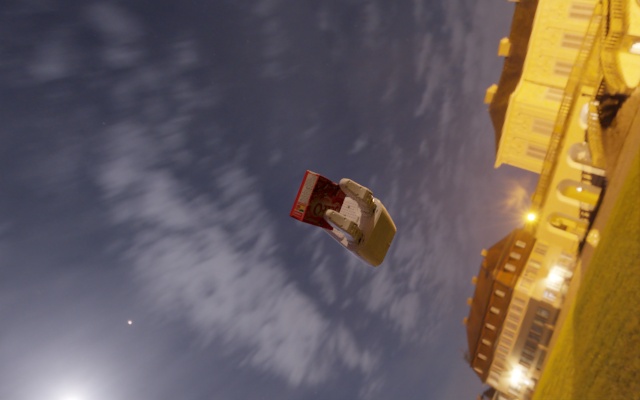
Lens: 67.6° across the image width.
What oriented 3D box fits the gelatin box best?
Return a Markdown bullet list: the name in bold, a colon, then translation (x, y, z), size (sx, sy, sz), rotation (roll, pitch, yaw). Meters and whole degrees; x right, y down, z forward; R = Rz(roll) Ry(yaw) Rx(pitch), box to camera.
- **gelatin box**: translation (0.000, 0.002, 0.726), size (0.030, 0.073, 0.089), rotation (21, 0, 36)
